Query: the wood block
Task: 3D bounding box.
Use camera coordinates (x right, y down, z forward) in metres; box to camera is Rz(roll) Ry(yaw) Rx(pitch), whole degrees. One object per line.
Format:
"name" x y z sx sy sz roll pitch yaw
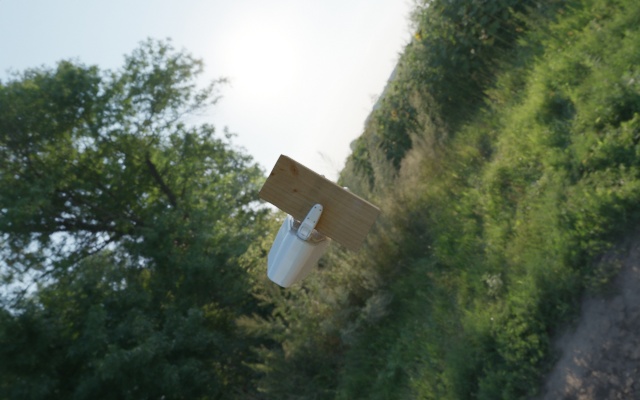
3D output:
"wood block" 0.000 0.003 0.890 0.206 0.090 0.091 30 6 2
